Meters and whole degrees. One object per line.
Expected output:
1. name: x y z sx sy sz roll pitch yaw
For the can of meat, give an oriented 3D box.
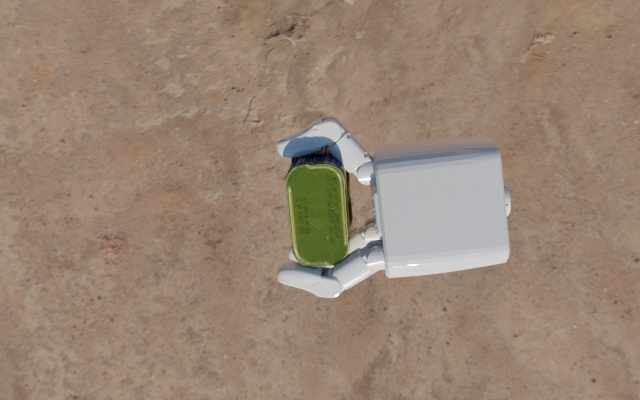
1. can of meat: 0.000 0.001 0.449 0.057 0.102 0.084 -4 19 4
